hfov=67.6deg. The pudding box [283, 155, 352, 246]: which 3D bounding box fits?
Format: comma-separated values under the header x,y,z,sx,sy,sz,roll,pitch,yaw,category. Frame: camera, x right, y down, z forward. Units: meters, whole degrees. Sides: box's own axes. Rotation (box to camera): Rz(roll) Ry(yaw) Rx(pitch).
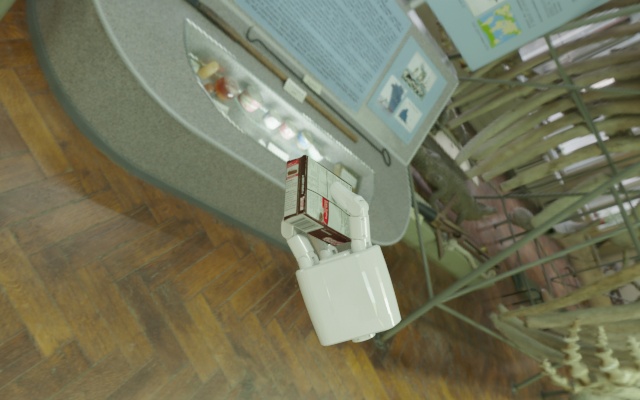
x,y,z,sx,sy,sz,roll,pitch,yaw,category
0.000,0.002,0.651,0.039,0.090,0.113,-17,-32,31,pudding box
